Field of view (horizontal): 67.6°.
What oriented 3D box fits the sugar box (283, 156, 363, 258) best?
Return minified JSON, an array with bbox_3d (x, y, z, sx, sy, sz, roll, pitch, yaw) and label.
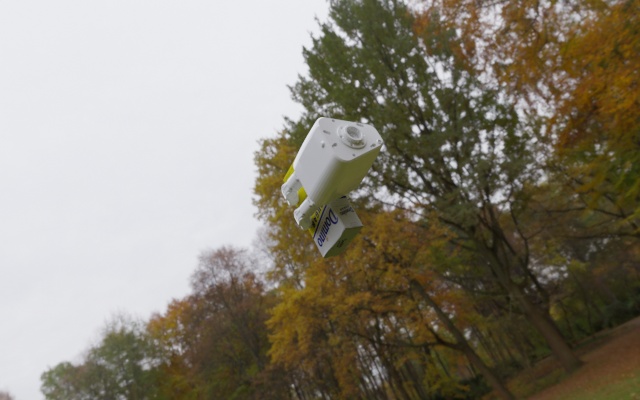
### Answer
[{"bbox_3d":[0.000,0.003,0.840,0.048,0.176,0.093,-7,-33,-34],"label":"sugar box"}]
